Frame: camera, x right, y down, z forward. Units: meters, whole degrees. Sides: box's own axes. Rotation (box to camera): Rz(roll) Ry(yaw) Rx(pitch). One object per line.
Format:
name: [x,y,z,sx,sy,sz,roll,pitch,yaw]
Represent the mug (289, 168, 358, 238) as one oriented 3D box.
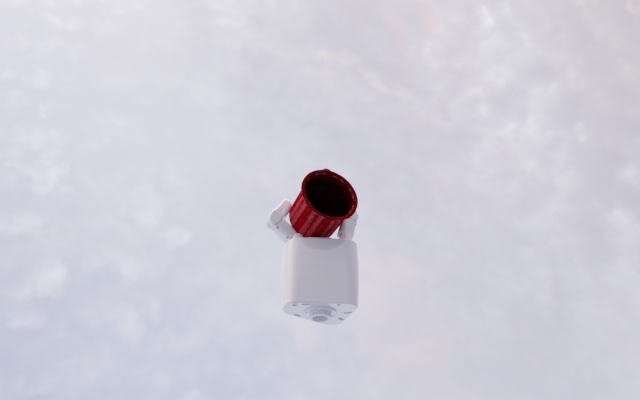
mug: [0.000,0.001,0.758,0.093,0.117,0.081,14,-38,-17]
